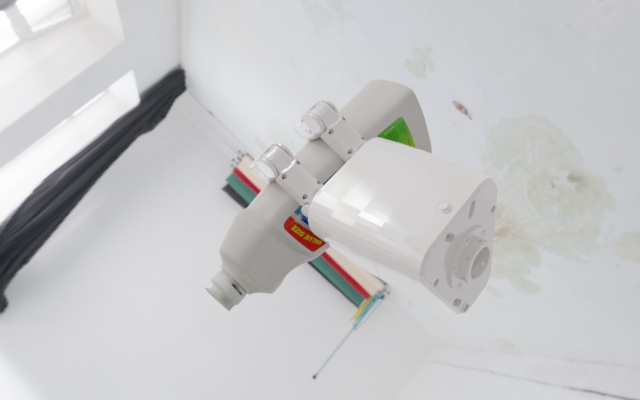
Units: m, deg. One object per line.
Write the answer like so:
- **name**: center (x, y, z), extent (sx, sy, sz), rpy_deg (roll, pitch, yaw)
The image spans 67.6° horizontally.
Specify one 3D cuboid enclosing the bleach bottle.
- **bleach bottle**: center (0.000, 0.001, 0.437), extent (0.068, 0.250, 0.103), rpy_deg (26, -27, 41)
